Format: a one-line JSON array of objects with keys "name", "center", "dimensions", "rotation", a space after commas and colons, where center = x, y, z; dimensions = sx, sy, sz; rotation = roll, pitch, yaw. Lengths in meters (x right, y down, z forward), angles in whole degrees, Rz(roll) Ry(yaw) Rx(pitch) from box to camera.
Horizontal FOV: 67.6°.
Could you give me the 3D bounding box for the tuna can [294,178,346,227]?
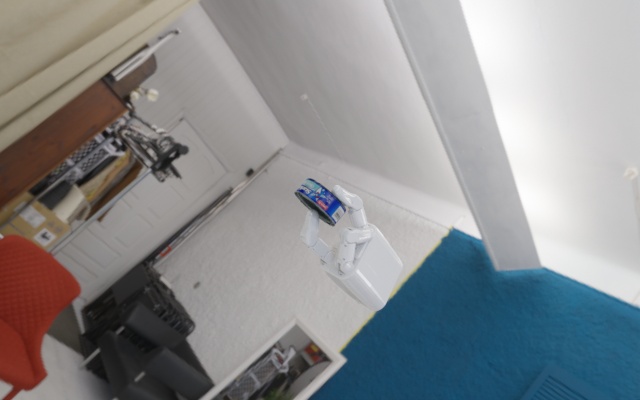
[{"name": "tuna can", "center": [0.000, 0.002, 0.781], "dimensions": [0.086, 0.033, 0.086], "rotation": [39, -10, 8]}]
